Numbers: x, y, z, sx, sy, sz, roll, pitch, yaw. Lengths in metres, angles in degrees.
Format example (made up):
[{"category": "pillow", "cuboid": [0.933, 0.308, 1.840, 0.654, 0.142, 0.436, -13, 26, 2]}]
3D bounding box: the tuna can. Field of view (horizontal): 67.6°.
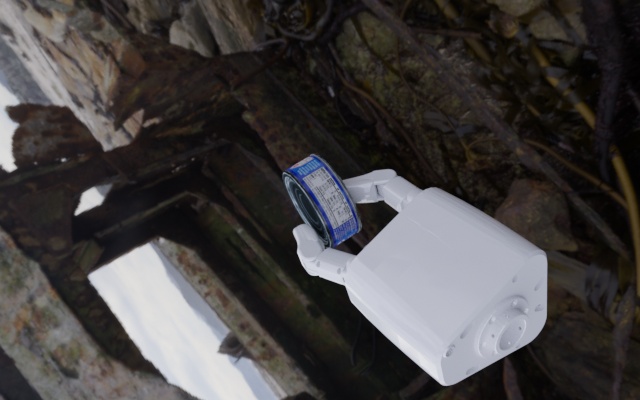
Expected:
[{"category": "tuna can", "cuboid": [0.000, 0.002, 0.445, 0.034, 0.086, 0.086, -31, 8, -13]}]
